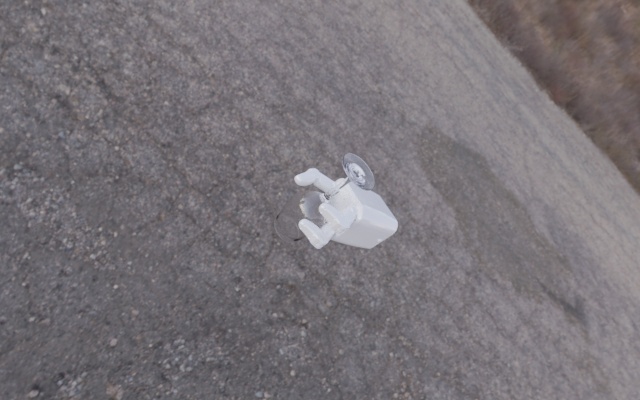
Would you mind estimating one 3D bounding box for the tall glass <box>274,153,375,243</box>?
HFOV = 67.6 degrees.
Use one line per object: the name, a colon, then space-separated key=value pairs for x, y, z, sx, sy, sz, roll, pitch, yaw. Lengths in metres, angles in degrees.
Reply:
tall glass: x=0.000 y=0.002 z=0.851 sx=0.079 sy=0.079 sz=0.201 roll=0 pitch=-31 yaw=-49
